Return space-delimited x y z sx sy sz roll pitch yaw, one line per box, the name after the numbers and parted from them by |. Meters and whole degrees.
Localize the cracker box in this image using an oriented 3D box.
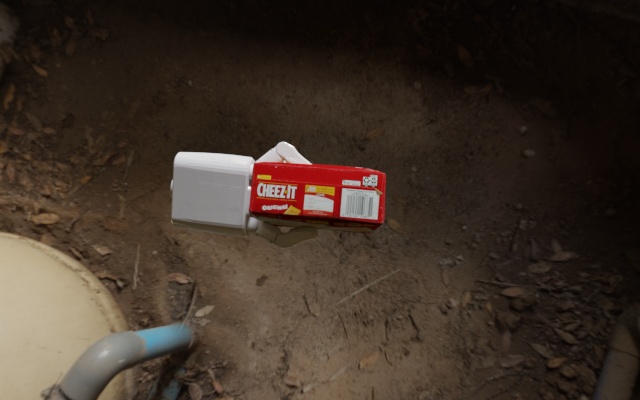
0.000 0.002 0.672 0.164 0.072 0.214 4 -6 3 | cracker box
